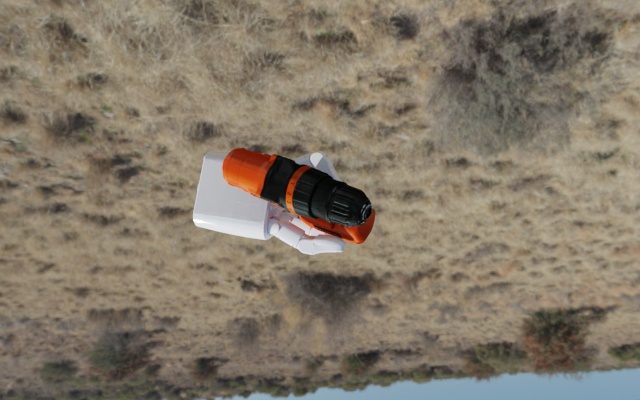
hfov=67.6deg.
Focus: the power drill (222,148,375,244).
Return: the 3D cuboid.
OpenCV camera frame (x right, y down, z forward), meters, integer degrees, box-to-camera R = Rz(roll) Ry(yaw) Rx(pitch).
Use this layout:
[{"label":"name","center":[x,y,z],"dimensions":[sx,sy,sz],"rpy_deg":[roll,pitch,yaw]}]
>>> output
[{"label":"power drill","center":[0.000,0.002,0.565],"dimensions":[0.184,0.057,0.188],"rpy_deg":[22,-6,29]}]
